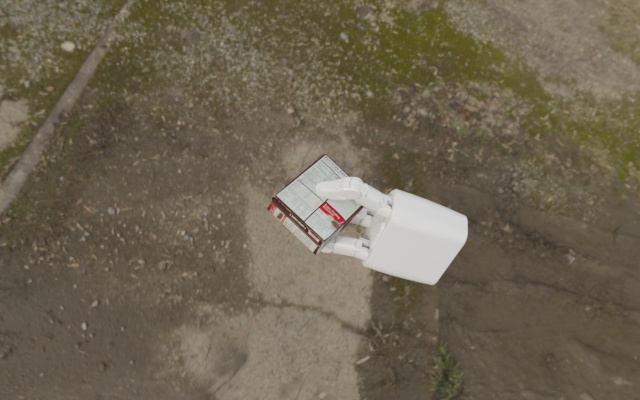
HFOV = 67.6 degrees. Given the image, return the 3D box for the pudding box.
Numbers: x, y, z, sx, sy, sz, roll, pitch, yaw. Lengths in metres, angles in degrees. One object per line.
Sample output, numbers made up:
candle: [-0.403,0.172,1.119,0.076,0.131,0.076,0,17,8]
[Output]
pudding box: [0.000,0.002,0.630,0.113,0.090,0.039,-42,-10,-37]
